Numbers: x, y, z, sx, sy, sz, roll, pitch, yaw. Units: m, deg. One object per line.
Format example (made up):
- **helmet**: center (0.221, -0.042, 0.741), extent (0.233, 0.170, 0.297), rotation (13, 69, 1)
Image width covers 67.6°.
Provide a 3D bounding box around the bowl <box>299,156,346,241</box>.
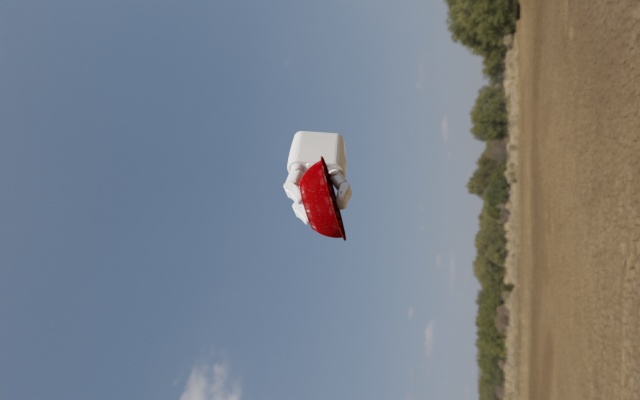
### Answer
- **bowl**: center (0.000, 0.004, 0.875), extent (0.055, 0.162, 0.162), rotation (-16, -1, 4)
